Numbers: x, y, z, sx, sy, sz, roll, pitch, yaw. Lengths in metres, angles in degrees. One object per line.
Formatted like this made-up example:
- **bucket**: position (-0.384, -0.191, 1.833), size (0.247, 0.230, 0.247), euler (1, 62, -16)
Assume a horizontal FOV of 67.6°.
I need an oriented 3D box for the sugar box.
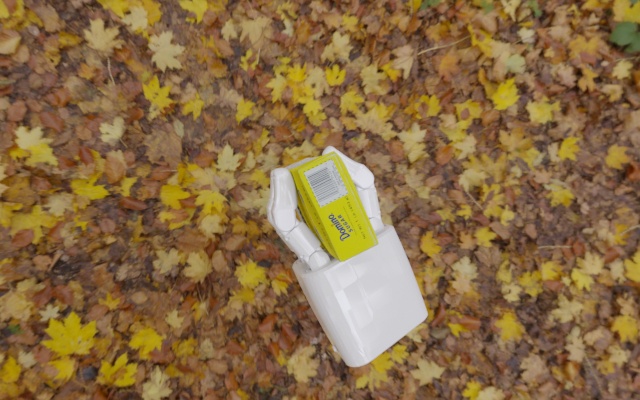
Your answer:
- **sugar box**: position (0.000, 0.002, 0.499), size (0.048, 0.093, 0.176), euler (-26, 6, -10)
